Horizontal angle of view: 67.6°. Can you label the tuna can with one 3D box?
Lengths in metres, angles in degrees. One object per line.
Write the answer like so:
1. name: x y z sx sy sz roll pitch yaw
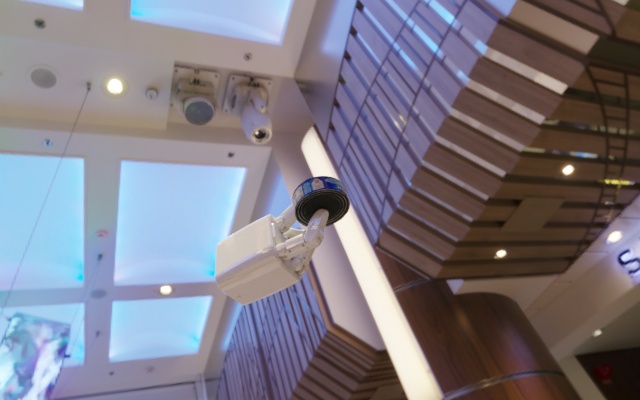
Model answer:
1. tuna can: 0.000 0.002 0.735 0.086 0.033 0.086 -9 -41 -8
